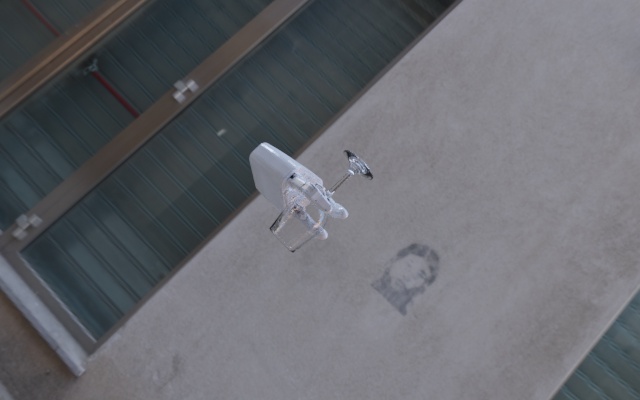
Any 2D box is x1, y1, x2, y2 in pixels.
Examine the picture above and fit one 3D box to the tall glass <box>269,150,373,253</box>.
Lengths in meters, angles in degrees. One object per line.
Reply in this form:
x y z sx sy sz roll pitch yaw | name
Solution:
0.001 0.002 0.864 0.201 0.079 0.079 -45 10 -10 | tall glass
